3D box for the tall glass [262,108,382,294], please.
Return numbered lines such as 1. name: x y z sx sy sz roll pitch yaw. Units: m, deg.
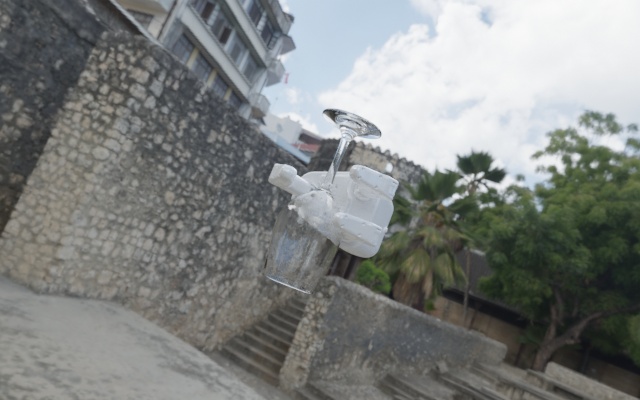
1. tall glass: 0.000 0.001 0.545 0.079 0.201 0.079 22 -7 3
